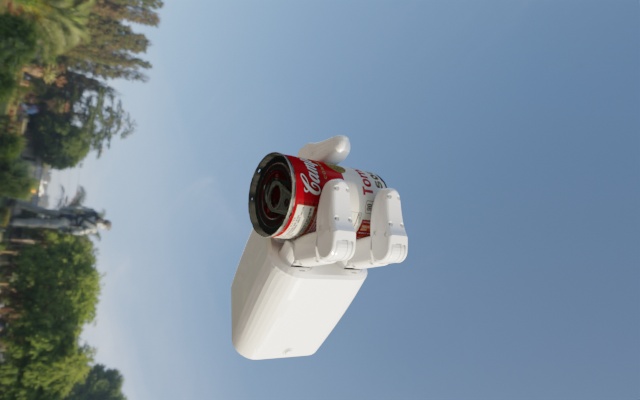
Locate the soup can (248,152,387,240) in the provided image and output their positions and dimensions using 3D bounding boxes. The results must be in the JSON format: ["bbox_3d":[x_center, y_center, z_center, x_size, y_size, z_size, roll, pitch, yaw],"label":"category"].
[{"bbox_3d":[0.000,0.001,0.403,0.102,0.068,0.068,8,-5,-35],"label":"soup can"}]
